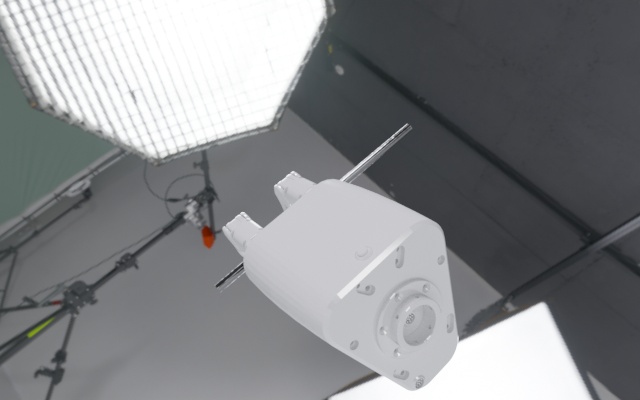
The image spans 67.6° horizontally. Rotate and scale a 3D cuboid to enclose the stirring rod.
[{"bbox_3d":[0.000,0.002,0.443,0.239,0.011,0.011,-40,13,-16],"label":"stirring rod"}]
